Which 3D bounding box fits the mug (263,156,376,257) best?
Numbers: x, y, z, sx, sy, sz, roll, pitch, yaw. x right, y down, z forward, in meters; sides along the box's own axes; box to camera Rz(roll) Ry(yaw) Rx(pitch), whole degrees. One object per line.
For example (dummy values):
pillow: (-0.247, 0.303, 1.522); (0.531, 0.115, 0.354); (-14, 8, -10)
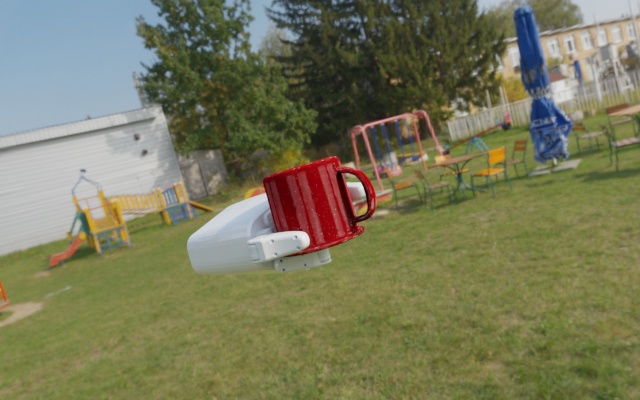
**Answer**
mug: (0.001, 0.001, 0.479); (0.117, 0.081, 0.093); (-14, 5, 33)
